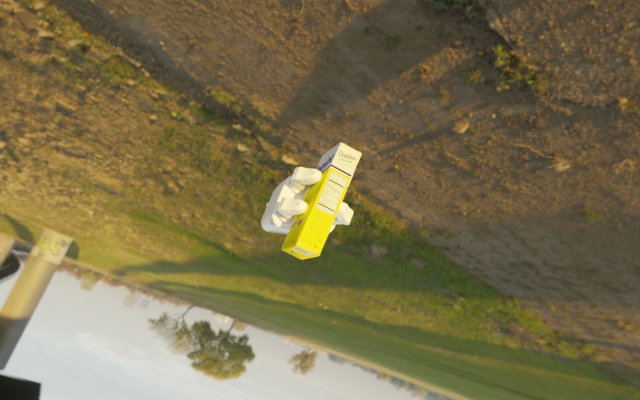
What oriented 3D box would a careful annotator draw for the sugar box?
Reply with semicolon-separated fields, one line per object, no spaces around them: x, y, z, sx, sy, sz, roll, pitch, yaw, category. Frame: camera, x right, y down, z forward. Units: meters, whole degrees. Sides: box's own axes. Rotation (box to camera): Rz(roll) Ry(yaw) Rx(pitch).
0.000;0.002;0.750;0.048;0.176;0.093;25;-17;-14;sugar box
